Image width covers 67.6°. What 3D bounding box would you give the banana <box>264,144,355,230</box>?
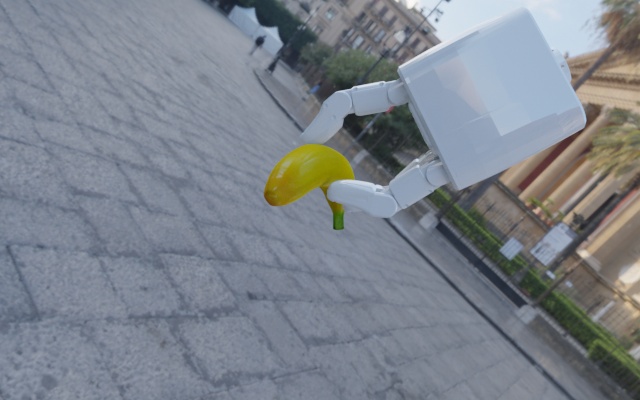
[{"bbox_3d":[0.001,-0.016,0.431,0.037,0.069,0.198,-3,-10,18],"label":"banana"}]
